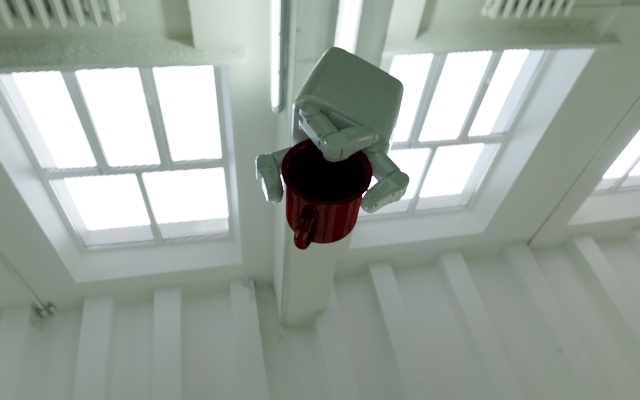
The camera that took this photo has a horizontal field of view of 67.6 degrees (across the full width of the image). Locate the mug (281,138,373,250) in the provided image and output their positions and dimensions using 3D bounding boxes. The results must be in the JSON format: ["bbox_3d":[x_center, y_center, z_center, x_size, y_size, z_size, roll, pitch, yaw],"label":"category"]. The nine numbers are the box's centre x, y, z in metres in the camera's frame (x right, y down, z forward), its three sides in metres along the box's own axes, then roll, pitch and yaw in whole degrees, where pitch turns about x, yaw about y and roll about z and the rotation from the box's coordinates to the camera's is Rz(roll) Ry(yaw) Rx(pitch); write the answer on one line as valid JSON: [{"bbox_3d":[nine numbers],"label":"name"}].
[{"bbox_3d":[0.000,0.003,0.505,0.093,0.117,0.082,17,-38,8],"label":"mug"}]
